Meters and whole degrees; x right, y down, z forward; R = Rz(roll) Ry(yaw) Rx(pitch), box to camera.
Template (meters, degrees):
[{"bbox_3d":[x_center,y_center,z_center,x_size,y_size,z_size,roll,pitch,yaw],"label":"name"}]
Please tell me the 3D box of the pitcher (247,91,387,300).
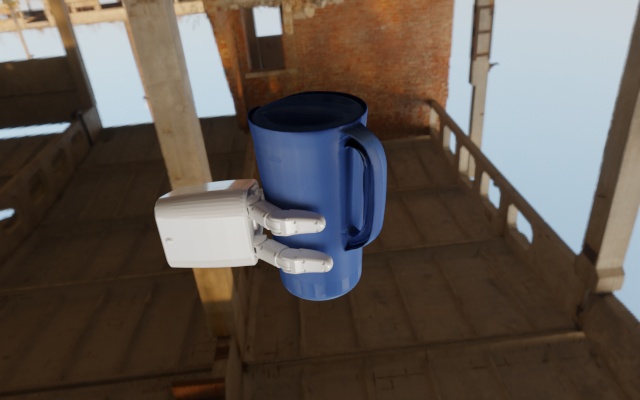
[{"bbox_3d":[0.000,0.002,0.574,0.145,0.243,0.149,-4,30,2],"label":"pitcher"}]
